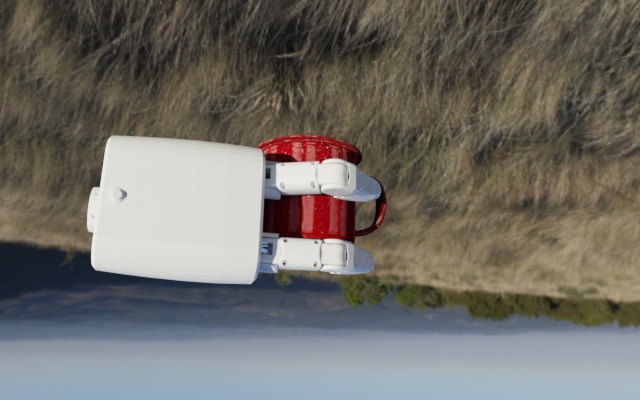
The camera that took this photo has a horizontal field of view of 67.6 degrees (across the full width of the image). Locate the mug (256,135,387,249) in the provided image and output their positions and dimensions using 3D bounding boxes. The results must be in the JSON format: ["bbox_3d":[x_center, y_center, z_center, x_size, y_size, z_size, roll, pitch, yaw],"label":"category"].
[{"bbox_3d":[0.001,0.002,0.406,0.117,0.081,0.093,6,-16,-16],"label":"mug"}]
